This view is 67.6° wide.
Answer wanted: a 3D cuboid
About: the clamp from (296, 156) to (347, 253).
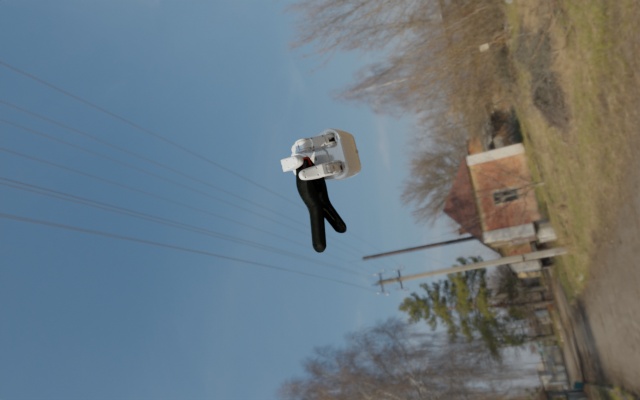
[{"bbox_3d":[0.000,0.003,0.880,0.039,0.171,0.120,-14,0,22],"label":"clamp"}]
